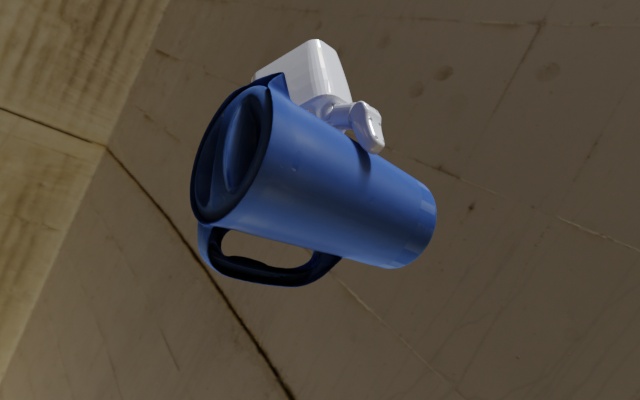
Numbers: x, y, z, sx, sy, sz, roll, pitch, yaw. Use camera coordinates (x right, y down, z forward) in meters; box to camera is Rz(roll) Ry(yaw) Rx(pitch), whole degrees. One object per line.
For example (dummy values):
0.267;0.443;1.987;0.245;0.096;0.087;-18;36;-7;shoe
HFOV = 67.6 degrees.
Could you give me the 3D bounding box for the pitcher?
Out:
0.000;0.001;0.481;0.243;0.145;0.149;23;-48;-36;pitcher
